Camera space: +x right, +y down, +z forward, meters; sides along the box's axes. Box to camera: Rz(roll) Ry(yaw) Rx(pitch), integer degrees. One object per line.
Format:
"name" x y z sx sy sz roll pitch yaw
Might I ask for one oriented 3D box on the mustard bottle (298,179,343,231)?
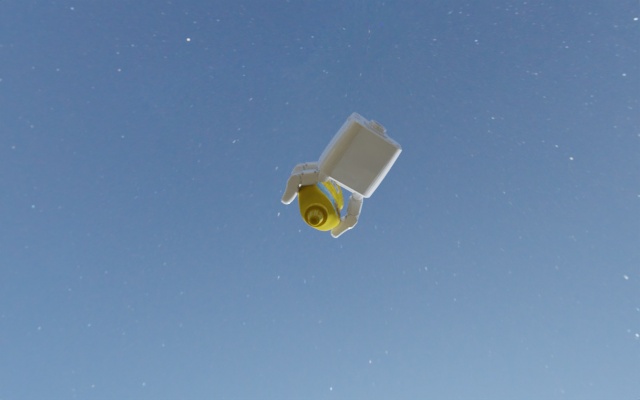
"mustard bottle" 0.000 0.003 0.868 0.058 0.096 0.191 -29 13 14
